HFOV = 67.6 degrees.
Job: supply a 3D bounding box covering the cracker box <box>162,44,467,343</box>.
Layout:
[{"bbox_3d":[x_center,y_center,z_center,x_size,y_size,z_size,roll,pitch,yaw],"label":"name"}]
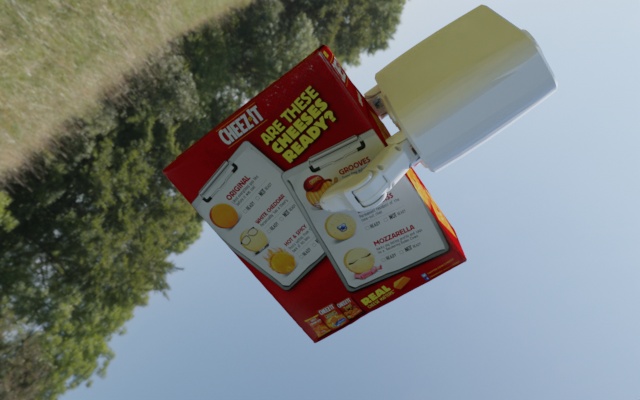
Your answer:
[{"bbox_3d":[0.000,0.002,0.423,0.164,0.214,0.072,-33,17,17],"label":"cracker box"}]
